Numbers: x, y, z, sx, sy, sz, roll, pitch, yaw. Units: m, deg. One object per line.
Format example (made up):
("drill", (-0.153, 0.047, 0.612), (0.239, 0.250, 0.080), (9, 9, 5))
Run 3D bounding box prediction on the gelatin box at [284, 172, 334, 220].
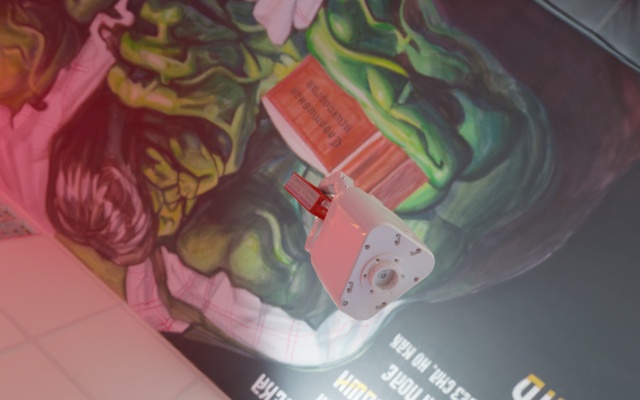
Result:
("gelatin box", (0.000, 0.002, 0.651), (0.073, 0.030, 0.089), (31, 5, -37))
